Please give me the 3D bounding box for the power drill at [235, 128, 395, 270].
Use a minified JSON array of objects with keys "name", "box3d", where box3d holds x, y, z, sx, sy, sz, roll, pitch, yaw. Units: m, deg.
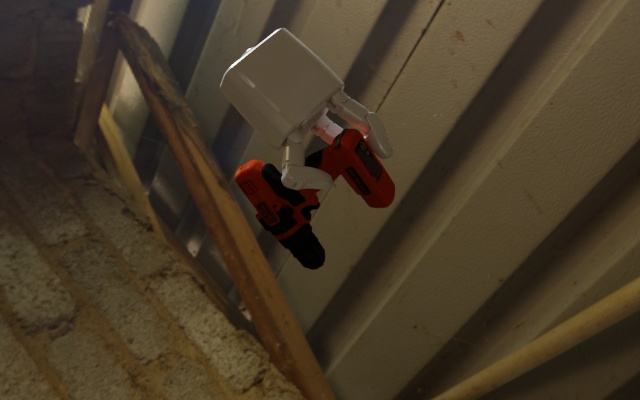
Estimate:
[{"name":"power drill","box3d":[0.000,0.002,0.631,0.188,0.184,0.057,-24,23,31]}]
